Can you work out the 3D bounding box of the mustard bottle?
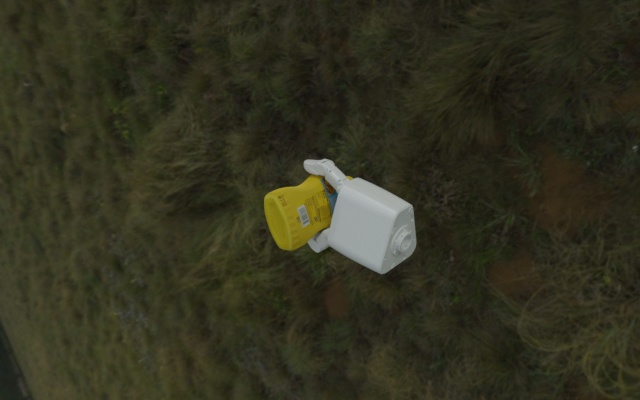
[{"bbox_3d":[0.000,0.003,0.793,0.191,0.096,0.058,-27,17,-37],"label":"mustard bottle"}]
